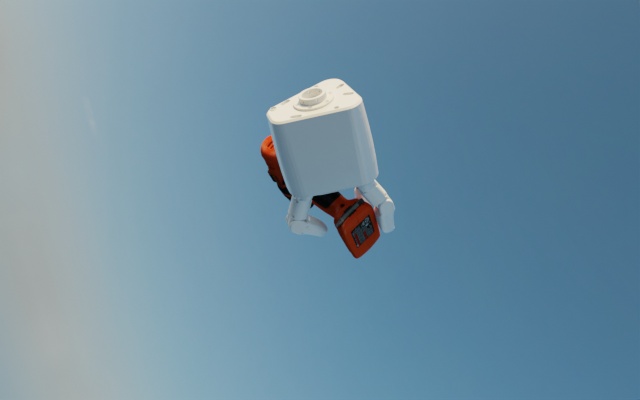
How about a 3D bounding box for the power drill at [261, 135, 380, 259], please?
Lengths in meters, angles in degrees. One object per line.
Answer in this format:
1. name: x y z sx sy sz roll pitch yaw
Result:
1. power drill: 0.000 0.002 0.701 0.187 0.057 0.184 38 -11 29
